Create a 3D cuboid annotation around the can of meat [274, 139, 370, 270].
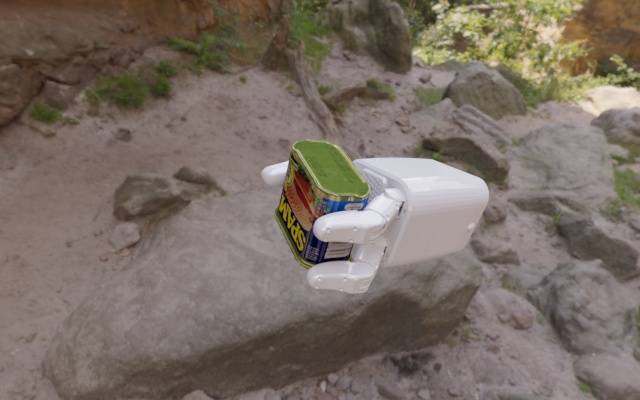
[{"bbox_3d":[0.000,0.001,0.452,0.057,0.084,0.102,-2,37,-25],"label":"can of meat"}]
